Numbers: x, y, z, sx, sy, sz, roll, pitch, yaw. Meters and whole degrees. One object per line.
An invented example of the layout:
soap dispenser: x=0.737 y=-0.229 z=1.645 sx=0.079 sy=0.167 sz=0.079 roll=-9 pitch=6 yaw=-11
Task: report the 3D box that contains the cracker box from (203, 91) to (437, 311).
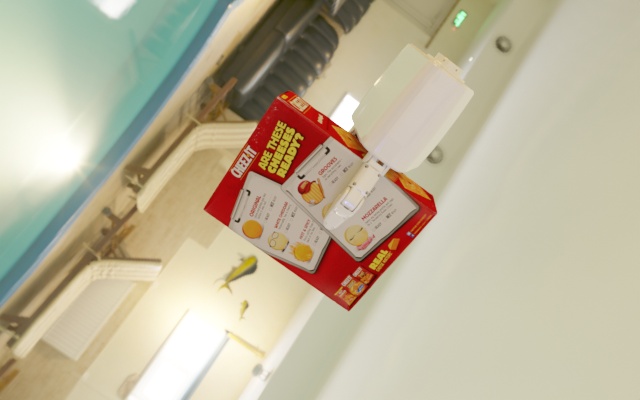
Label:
cracker box: x=0.000 y=0.002 z=0.561 sx=0.214 sy=0.164 sz=0.072 roll=36 pitch=21 yaw=-5
